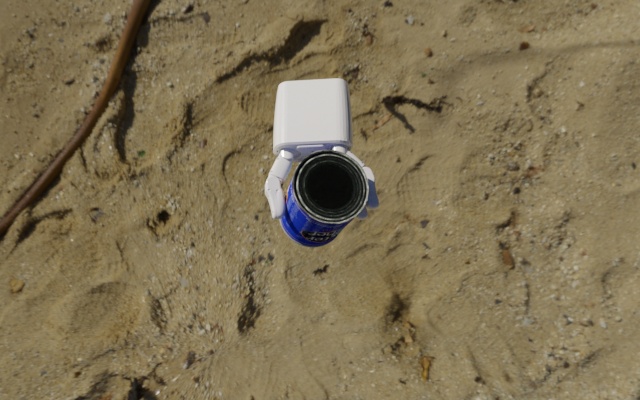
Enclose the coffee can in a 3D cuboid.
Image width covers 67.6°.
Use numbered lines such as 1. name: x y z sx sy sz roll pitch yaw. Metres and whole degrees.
1. coffee can: 0.000 0.002 0.679 0.103 0.102 0.140 0 -18 -12
